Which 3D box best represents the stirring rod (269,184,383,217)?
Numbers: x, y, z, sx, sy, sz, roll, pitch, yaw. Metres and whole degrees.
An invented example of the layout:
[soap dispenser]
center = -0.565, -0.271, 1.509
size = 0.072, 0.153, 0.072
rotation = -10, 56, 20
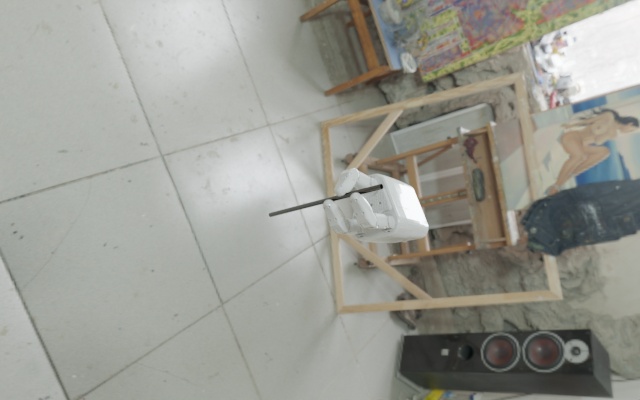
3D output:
[stirring rod]
center = 0.000, 0.003, 0.778
size = 0.239, 0.011, 0.011
rotation = -15, -9, 40
